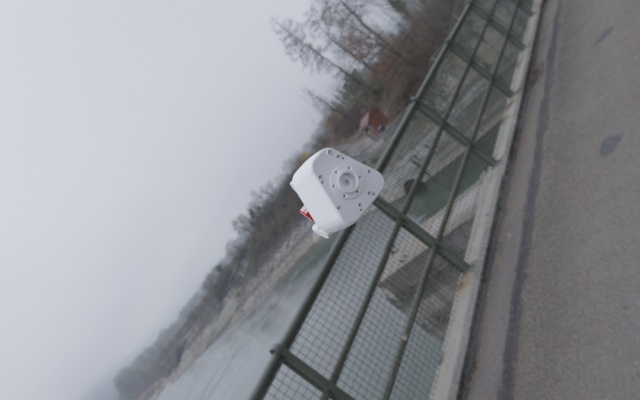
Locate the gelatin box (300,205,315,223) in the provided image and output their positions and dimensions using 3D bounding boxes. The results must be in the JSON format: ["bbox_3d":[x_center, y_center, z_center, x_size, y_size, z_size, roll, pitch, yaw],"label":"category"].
[{"bbox_3d":[0.000,0.003,0.859,0.030,0.073,0.089,39,-3,-9],"label":"gelatin box"}]
